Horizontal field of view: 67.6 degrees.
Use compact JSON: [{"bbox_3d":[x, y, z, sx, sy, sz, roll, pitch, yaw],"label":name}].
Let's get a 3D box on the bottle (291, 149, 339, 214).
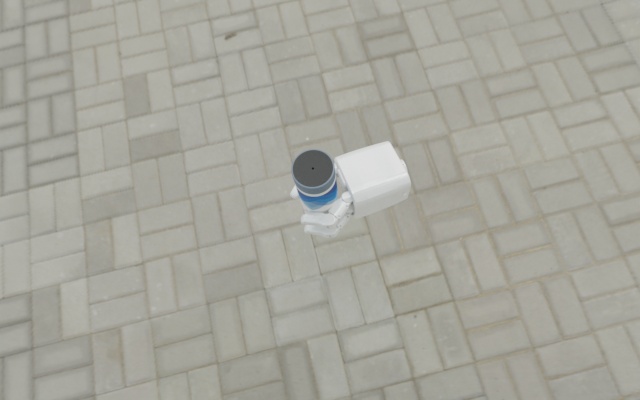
[{"bbox_3d":[0.000,0.003,0.859,0.069,0.069,0.296,0,-20,5],"label":"bottle"}]
